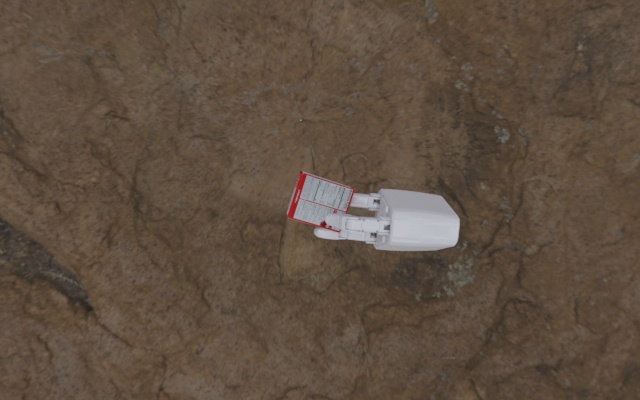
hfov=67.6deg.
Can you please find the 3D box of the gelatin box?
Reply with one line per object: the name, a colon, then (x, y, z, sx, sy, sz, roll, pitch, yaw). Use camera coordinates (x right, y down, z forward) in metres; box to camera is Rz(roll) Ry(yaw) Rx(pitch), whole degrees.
gelatin box: (0.000, 0.002, 0.738, 0.089, 0.073, 0.030, 17, 7, -13)
